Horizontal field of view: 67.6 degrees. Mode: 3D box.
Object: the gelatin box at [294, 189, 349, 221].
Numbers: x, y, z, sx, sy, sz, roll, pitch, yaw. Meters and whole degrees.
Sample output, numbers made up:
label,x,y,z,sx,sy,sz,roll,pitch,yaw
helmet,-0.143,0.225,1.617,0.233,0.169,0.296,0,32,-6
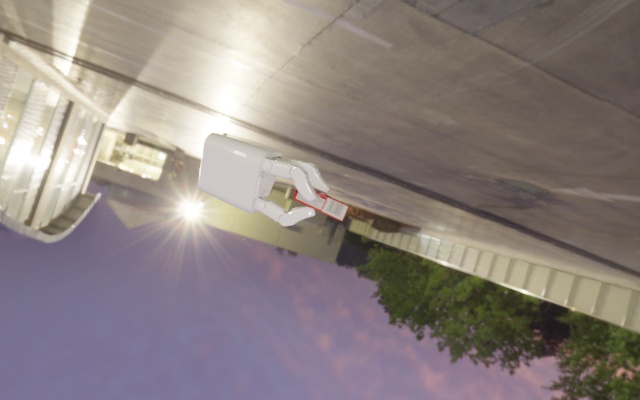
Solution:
label,x,y,z,sx,sy,sz,roll,pitch,yaw
gelatin box,0.000,0.003,0.795,0.089,0.030,0.073,25,-1,-1
